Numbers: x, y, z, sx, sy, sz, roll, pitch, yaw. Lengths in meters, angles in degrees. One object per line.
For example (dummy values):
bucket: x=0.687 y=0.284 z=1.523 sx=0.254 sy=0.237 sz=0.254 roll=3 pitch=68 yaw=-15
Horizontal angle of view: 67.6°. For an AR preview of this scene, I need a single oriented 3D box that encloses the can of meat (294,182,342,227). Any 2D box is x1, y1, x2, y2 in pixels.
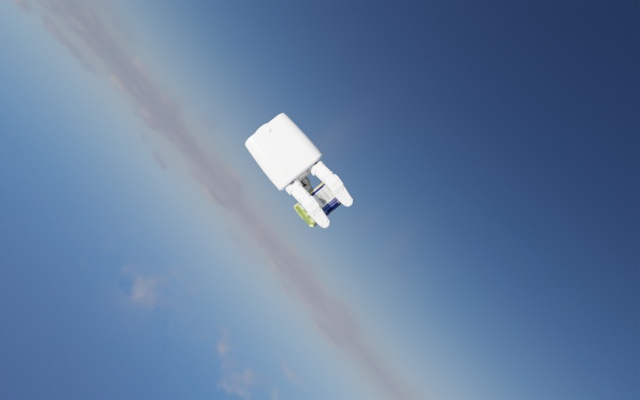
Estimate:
can of meat: x=0.000 y=0.003 z=0.880 sx=0.084 sy=0.057 sz=0.102 roll=-39 pitch=1 yaw=-8
